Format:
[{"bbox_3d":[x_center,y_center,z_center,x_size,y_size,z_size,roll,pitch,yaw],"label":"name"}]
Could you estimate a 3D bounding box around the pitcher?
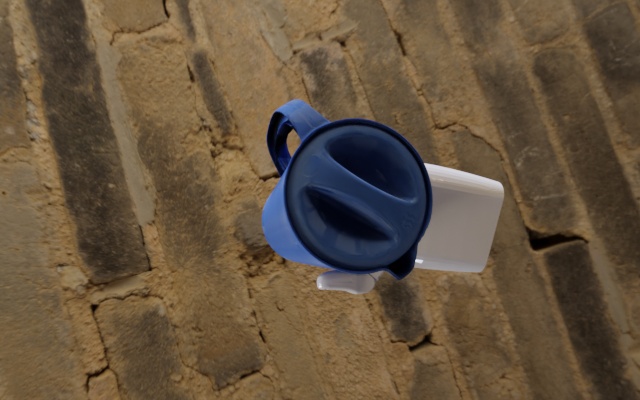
[{"bbox_3d":[0.000,0.002,0.510,0.145,0.149,0.243,10,-10,-14],"label":"pitcher"}]
